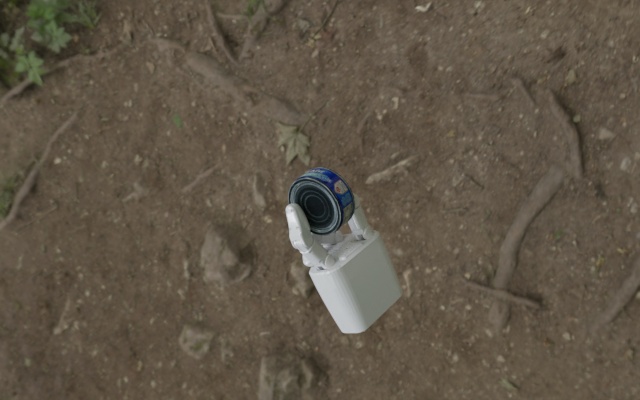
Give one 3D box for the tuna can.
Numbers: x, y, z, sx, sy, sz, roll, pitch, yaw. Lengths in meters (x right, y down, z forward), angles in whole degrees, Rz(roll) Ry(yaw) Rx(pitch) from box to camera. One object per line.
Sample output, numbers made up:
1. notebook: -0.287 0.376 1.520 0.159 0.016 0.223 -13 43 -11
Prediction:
1. tuna can: 0.000 0.002 0.623 0.086 0.086 0.033 0 25 38
